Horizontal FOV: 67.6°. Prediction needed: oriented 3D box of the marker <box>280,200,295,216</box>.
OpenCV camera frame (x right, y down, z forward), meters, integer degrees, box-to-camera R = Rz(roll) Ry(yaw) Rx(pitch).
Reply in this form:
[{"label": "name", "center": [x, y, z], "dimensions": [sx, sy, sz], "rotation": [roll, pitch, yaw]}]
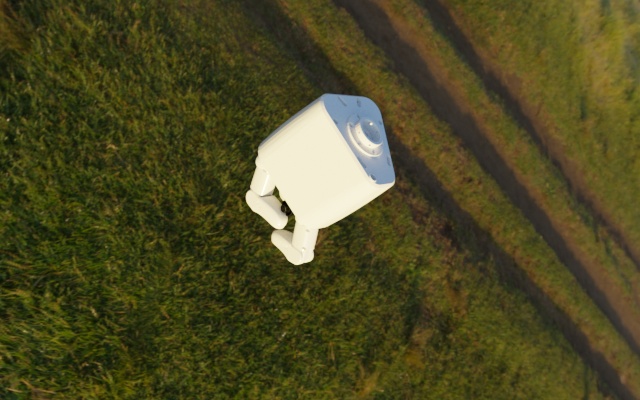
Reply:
[{"label": "marker", "center": [0.000, 0.002, 0.567], "dimensions": [0.020, 0.020, 0.121], "rotation": [0, 6, 43]}]
